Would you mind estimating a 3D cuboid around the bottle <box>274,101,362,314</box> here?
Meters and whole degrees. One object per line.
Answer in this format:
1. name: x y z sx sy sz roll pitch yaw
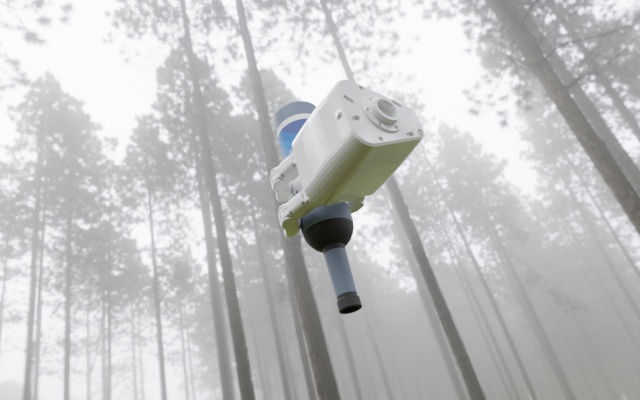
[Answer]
1. bottle: 0.000 0.002 0.617 0.069 0.295 0.069 -12 -30 -7
